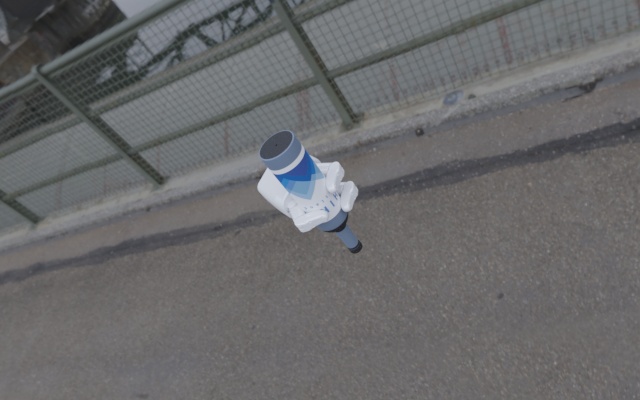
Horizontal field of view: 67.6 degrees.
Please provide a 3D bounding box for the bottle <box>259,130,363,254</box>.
[{"bbox_3d":[0.000,0.003,0.848,0.069,0.069,0.296,0,-38,38],"label":"bottle"}]
